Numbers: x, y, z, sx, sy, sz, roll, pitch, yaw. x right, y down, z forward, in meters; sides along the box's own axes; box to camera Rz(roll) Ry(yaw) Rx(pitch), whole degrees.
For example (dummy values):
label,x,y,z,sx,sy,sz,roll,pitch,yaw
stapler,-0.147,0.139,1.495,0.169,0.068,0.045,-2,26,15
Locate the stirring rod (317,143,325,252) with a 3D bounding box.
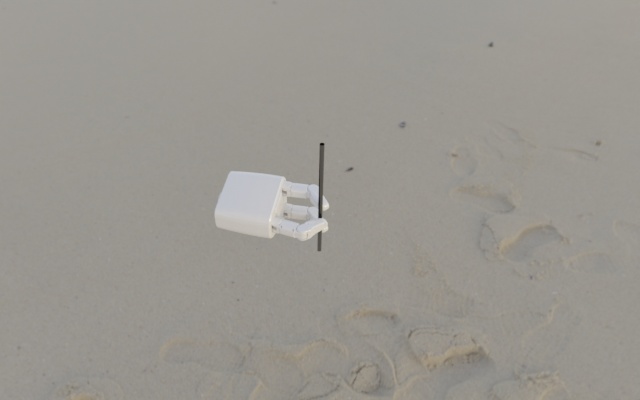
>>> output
label,x,y,z,sx,sy,sz,roll,pitch,yaw
stirring rod,0.000,0.003,0.829,0.011,0.240,0.011,1,41,-1
